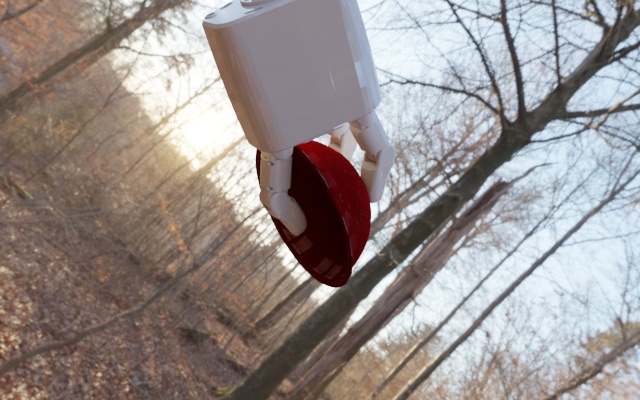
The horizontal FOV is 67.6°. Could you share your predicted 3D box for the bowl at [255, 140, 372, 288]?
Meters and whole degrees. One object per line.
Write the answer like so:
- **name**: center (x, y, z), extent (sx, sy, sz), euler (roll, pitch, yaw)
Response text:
- **bowl**: center (0.000, 0.002, 0.468), extent (0.055, 0.162, 0.162), euler (-26, 12, -25)
